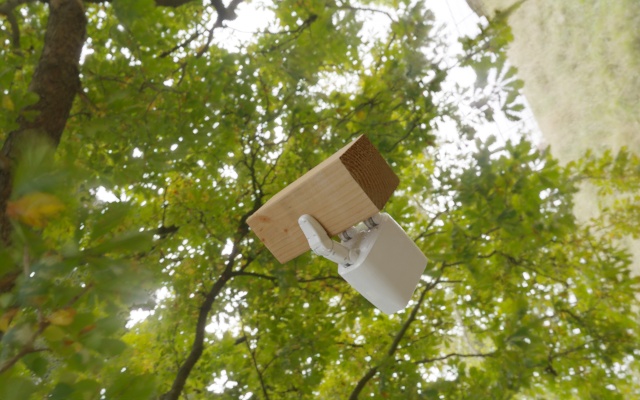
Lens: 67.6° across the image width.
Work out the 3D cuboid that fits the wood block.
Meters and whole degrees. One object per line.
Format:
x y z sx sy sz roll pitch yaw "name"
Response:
0.000 0.003 0.698 0.206 0.090 0.090 -32 10 38 "wood block"
